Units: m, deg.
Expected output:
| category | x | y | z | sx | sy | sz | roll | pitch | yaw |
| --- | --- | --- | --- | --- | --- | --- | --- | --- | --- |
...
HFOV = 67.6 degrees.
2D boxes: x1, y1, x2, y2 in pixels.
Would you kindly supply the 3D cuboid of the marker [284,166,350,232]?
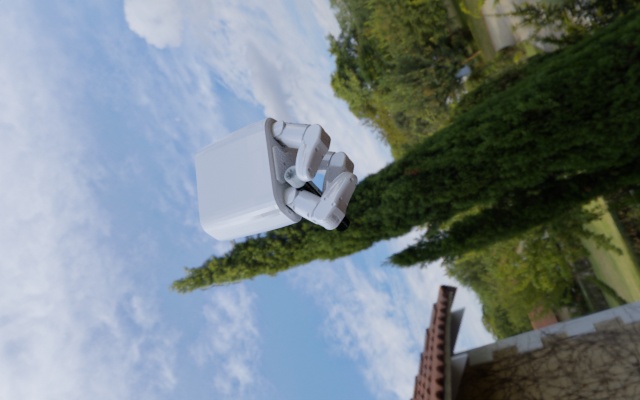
| category | x | y | z | sx | sy | sz | roll | pitch | yaw |
| --- | --- | --- | --- | --- | --- | --- | --- | --- | --- |
| marker | 0.000 | 0.002 | 0.525 | 0.020 | 0.020 | 0.121 | 0 | -29 | 34 |
